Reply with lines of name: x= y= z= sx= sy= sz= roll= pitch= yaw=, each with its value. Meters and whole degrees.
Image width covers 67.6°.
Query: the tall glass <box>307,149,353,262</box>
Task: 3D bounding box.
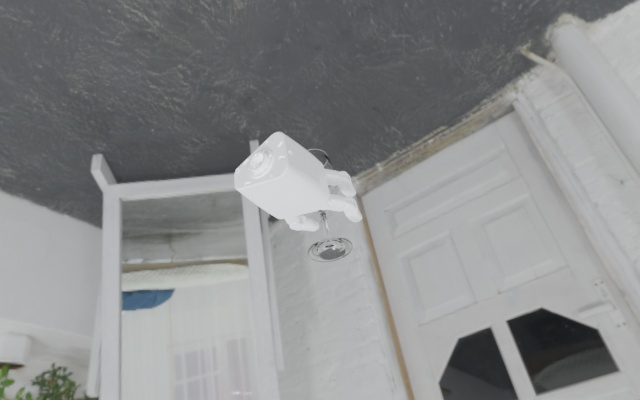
tall glass: x=0.000 y=0.003 z=0.834 sx=0.079 sy=0.201 sz=0.079 roll=-7 pitch=-37 yaw=-5
